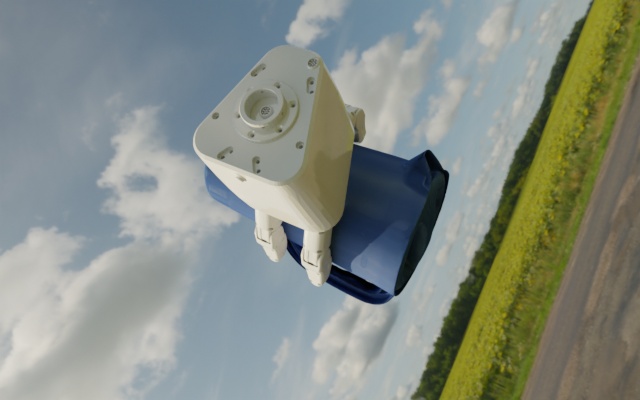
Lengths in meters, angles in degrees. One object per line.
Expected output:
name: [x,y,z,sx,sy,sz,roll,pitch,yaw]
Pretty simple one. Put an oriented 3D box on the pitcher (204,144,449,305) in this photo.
pitcher: [0.000,0.002,0.512,0.243,0.149,0.145,22,-11,21]
